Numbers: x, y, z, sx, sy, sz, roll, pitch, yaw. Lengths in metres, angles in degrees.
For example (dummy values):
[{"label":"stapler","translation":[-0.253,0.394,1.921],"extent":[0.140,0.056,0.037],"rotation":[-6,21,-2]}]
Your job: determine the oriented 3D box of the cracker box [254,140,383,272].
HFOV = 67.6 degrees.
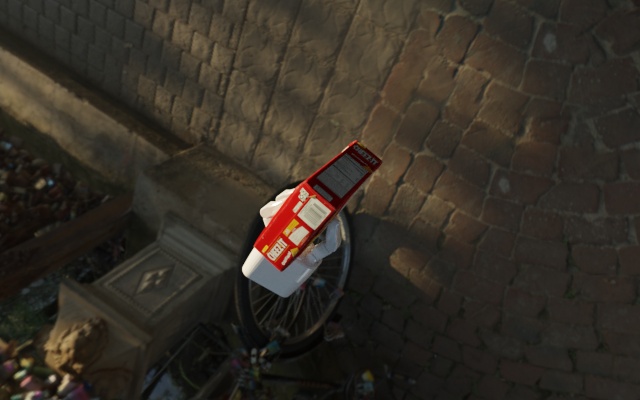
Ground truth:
[{"label":"cracker box","translation":[0.000,0.003,0.802],"extent":[0.164,0.072,0.213],"rotation":[-51,-4,35]}]
